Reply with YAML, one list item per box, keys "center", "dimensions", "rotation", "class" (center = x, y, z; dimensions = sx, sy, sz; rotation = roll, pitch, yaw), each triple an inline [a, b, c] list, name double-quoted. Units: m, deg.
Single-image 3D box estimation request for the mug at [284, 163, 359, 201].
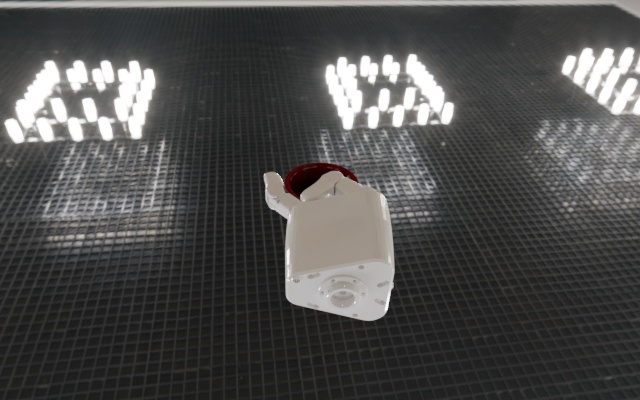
- center: [0.000, 0.001, 0.629]
  dimensions: [0.093, 0.082, 0.117]
  rotation: [2, 37, -1]
  class: "mug"
